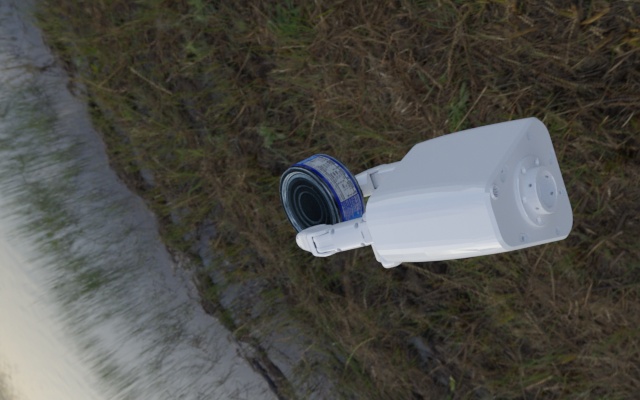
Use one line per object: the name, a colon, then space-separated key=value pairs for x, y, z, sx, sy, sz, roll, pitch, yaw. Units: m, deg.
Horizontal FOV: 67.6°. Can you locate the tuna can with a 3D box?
tuna can: x=0.000 y=0.002 z=0.449 sx=0.033 sy=0.086 sz=0.086 roll=-29 pitch=17 yaw=-35
